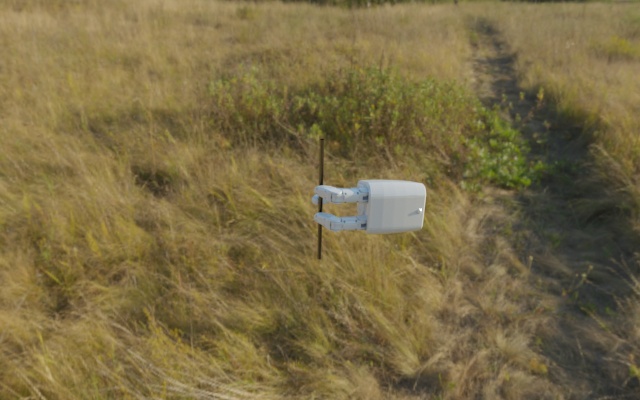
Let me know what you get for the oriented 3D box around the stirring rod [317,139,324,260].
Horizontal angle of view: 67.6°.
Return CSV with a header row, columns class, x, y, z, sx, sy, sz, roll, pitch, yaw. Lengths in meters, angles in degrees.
class,x,y,z,sx,sy,sz,roll,pitch,yaw
stirring rod,0.000,0.003,0.891,0.011,0.240,0.011,1,23,0
